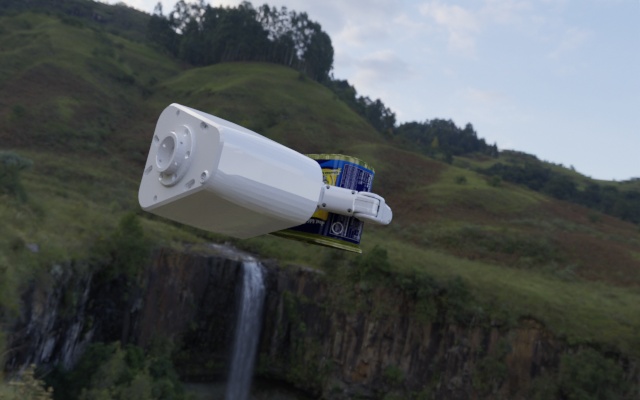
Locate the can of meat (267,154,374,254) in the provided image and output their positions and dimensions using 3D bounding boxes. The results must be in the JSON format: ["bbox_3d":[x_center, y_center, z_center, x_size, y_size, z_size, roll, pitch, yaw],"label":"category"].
[{"bbox_3d":[0.000,0.001,0.473,0.102,0.084,0.057,5,-10,46],"label":"can of meat"}]
